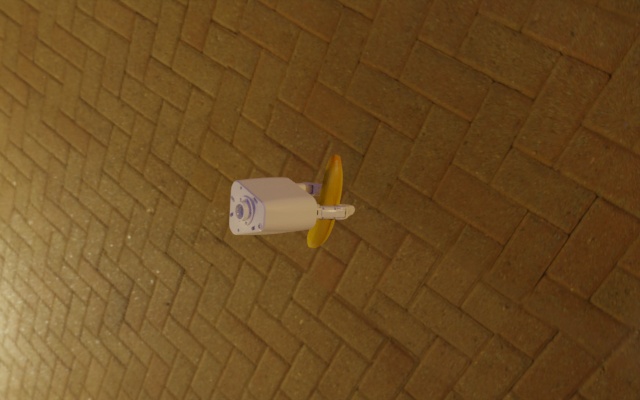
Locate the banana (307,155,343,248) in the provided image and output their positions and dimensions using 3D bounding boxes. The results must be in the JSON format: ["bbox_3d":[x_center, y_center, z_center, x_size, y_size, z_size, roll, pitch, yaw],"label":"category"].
[{"bbox_3d":[0.005,0.016,0.864,0.037,0.198,0.069,4,31,-25],"label":"banana"}]
